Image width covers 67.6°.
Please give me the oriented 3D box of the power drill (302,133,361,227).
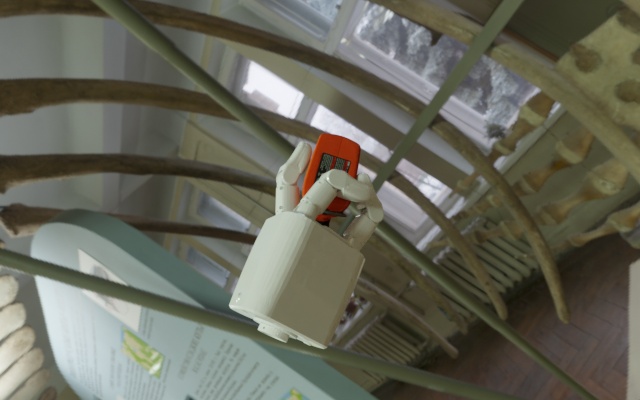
[{"bbox_3d":[0.000,0.002,0.622,0.057,0.184,0.188,15,-36,-3],"label":"power drill"}]
